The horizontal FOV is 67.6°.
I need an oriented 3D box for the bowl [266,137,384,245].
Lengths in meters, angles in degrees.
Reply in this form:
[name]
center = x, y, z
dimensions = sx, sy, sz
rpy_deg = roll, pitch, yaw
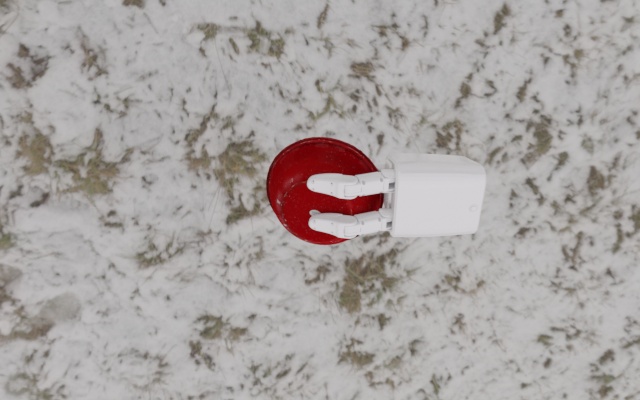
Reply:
[bowl]
center = -0.001, 0.002, 0.620
dimensions = 0.162, 0.162, 0.055
rpy_deg = 0, 30, 13
